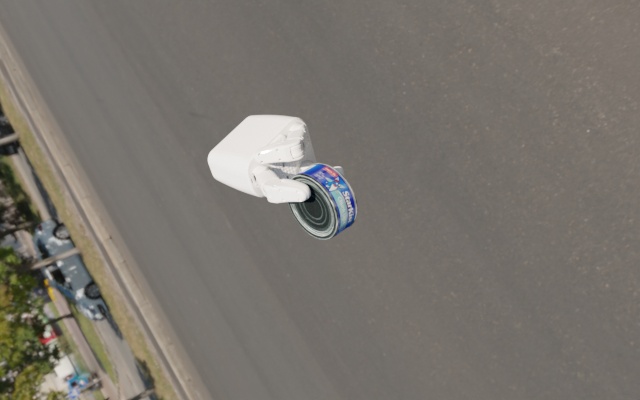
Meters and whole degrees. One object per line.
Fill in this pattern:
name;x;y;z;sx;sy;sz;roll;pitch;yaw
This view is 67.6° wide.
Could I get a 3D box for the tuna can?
tuna can;0.000;0.002;0.555;0.033;0.086;0.086;-32;20;-36
